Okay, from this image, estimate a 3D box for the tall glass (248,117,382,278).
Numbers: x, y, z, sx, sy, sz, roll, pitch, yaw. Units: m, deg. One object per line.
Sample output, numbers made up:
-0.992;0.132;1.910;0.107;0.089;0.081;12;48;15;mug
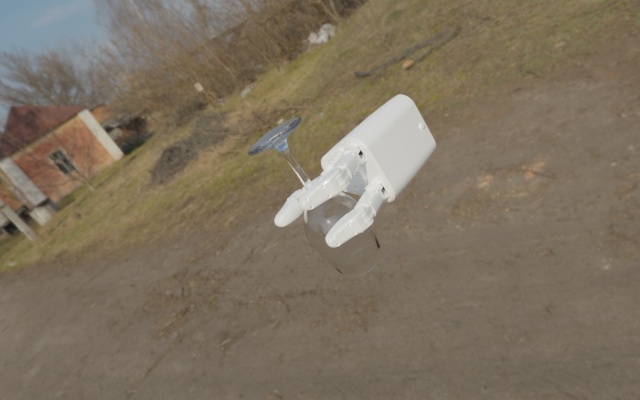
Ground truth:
0.000;0.001;0.581;0.079;0.201;0.079;-30;20;12;tall glass
